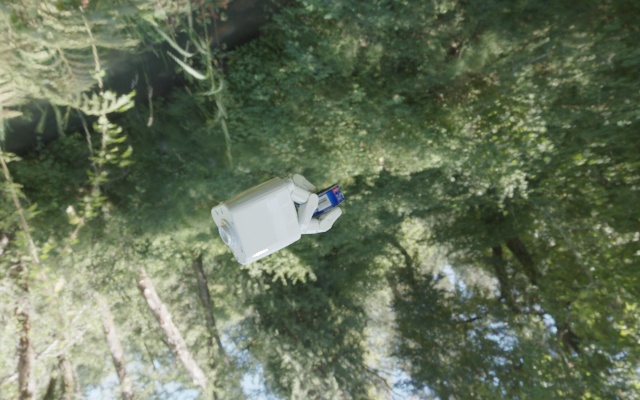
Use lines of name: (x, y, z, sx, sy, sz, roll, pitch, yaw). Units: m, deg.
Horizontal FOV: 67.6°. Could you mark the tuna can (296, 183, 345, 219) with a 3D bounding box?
tuna can: (0.000, 0.003, 0.872, 0.086, 0.034, 0.086, -27, 4, 2)
